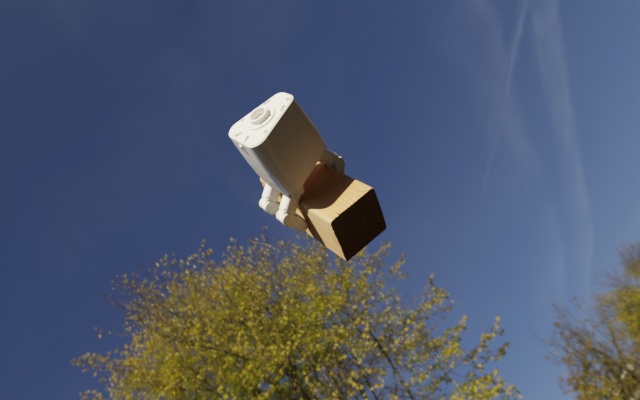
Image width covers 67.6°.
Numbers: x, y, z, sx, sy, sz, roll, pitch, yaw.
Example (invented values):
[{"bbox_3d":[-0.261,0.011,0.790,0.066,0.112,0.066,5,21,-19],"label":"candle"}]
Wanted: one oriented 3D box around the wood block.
[{"bbox_3d":[0.000,0.002,0.796,0.091,0.090,0.206,-38,39,-18],"label":"wood block"}]
